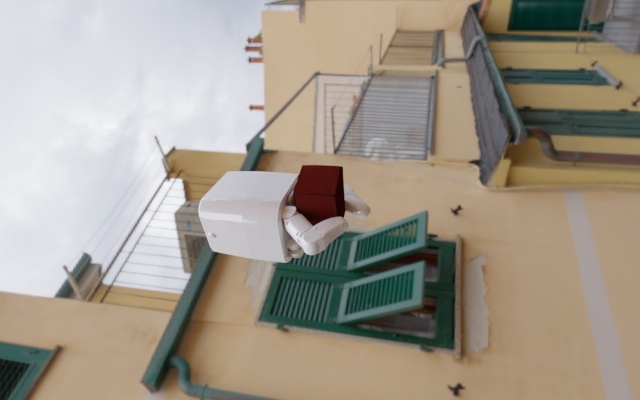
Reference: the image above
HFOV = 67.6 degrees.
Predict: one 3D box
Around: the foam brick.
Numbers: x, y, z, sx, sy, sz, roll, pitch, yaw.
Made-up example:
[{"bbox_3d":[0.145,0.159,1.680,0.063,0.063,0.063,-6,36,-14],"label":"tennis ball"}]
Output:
[{"bbox_3d":[0.000,0.002,0.586,0.051,0.078,0.053,5,45,11],"label":"foam brick"}]
